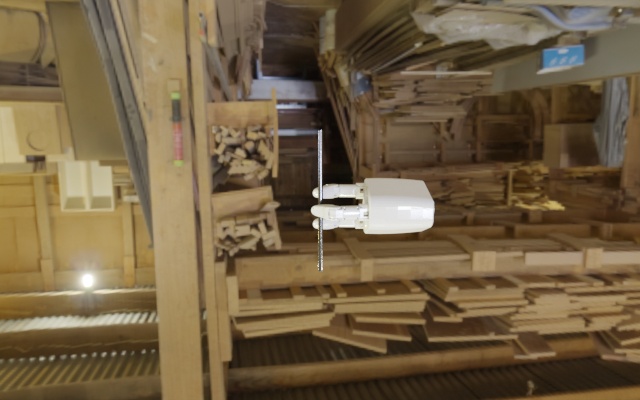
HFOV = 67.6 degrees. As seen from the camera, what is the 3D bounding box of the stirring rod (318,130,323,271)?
[{"bbox_3d":[0.000,0.003,0.810,0.011,0.239,0.011,0,8,0],"label":"stirring rod"}]
